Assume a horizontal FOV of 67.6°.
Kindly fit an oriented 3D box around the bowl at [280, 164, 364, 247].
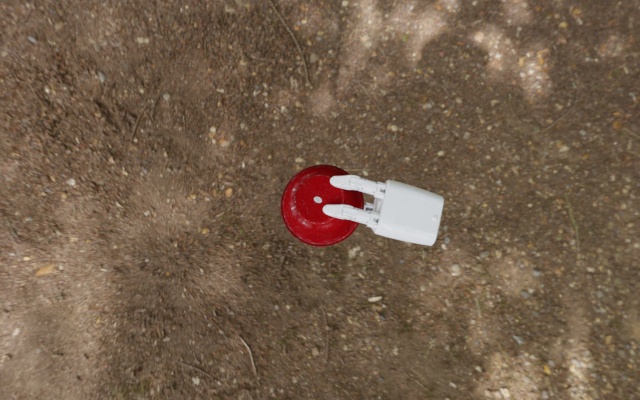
[{"bbox_3d":[-0.001,0.003,0.891,0.162,0.162,0.055,0,-12,6],"label":"bowl"}]
